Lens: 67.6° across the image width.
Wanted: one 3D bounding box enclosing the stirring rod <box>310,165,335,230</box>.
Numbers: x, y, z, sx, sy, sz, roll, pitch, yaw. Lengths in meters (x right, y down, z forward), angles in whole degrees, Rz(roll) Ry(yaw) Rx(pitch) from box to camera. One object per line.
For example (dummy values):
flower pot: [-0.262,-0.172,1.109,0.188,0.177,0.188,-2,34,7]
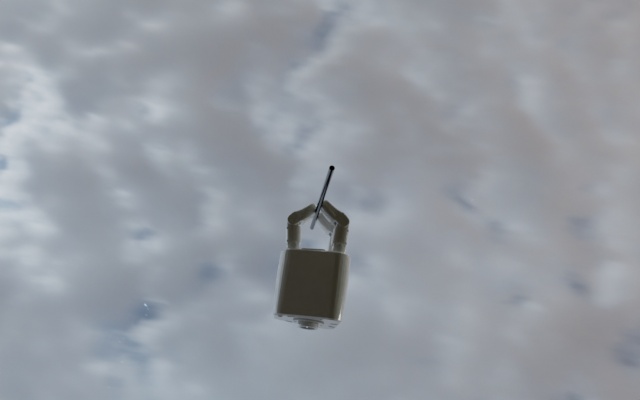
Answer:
stirring rod: [0.000,0.003,0.766,0.011,0.011,0.240,0,-23,-8]
